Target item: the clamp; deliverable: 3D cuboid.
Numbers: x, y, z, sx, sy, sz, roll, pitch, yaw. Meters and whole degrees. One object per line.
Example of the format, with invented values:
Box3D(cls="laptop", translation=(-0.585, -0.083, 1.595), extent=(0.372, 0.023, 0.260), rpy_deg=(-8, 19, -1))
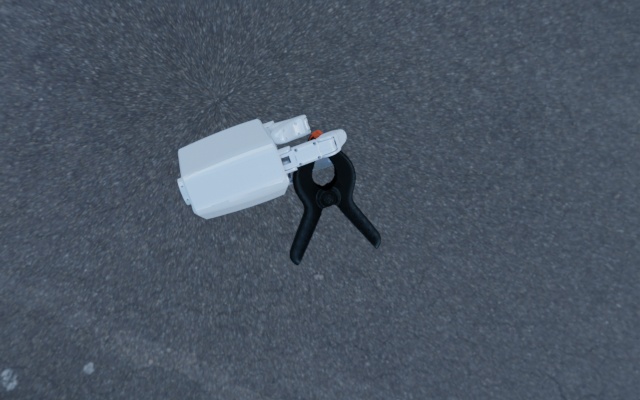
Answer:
Box3D(cls="clamp", translation=(0.000, 0.002, 0.601), extent=(0.120, 0.171, 0.039), rpy_deg=(-21, 15, -9))
